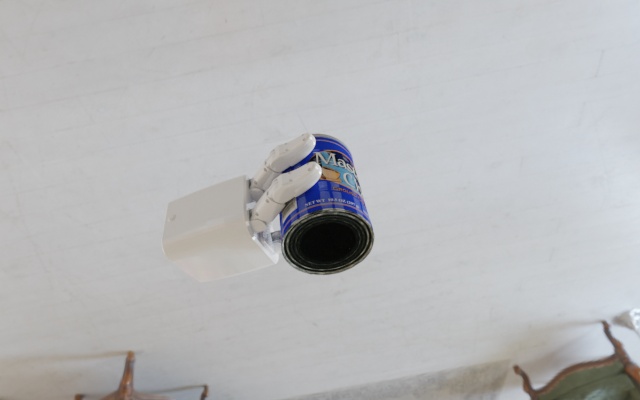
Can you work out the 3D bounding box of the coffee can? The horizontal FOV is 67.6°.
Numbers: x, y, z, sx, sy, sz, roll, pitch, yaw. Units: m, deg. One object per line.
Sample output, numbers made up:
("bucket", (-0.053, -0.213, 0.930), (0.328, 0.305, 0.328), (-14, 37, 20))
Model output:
("coffee can", (0.000, 0.002, 0.567), (0.103, 0.103, 0.140), (0, 41, -9))
